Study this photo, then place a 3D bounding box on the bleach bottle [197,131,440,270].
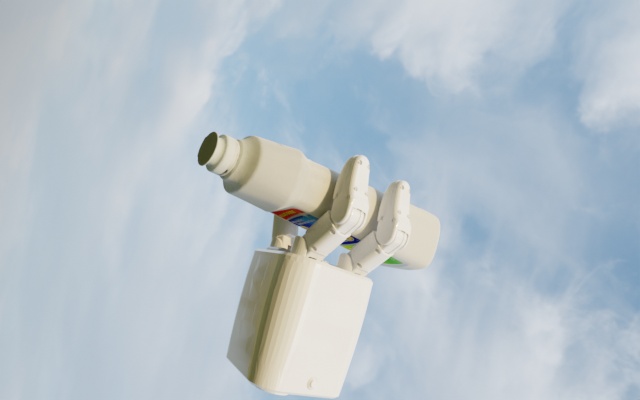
[{"bbox_3d":[0.000,0.001,0.440,0.251,0.068,0.102,24,-13,-38],"label":"bleach bottle"}]
